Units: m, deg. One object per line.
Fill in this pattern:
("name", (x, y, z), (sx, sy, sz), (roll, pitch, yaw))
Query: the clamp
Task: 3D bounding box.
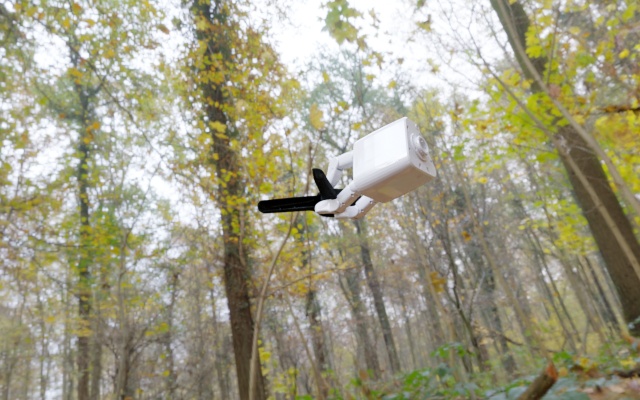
("clamp", (0.001, 0.002, 0.884), (0.164, 0.036, 0.210), (-23, -27, 35))
